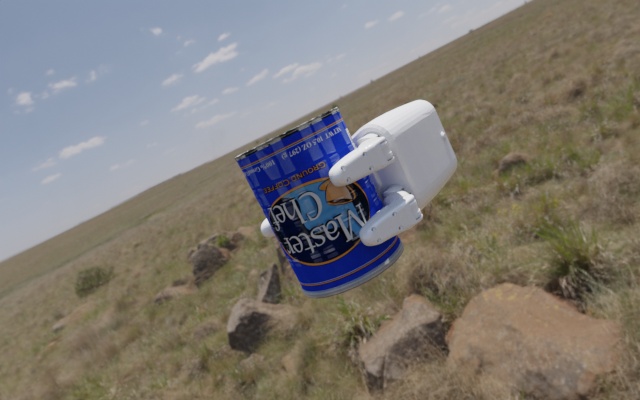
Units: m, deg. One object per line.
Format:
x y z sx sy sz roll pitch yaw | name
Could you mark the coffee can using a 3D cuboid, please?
0.000 0.002 0.433 0.103 0.140 0.103 -26 9 4 | coffee can
